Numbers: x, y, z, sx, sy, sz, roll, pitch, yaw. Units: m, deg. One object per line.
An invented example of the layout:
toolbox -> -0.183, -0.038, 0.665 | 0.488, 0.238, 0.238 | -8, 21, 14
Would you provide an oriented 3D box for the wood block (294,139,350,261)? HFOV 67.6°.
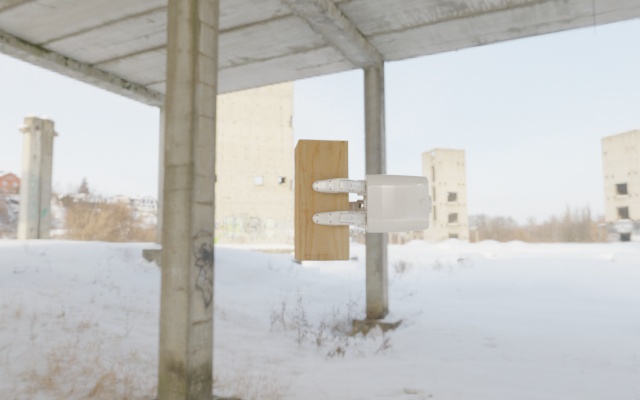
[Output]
wood block -> 0.000, 0.003, 0.850 | 0.090, 0.206, 0.091 | 1, -5, -7
